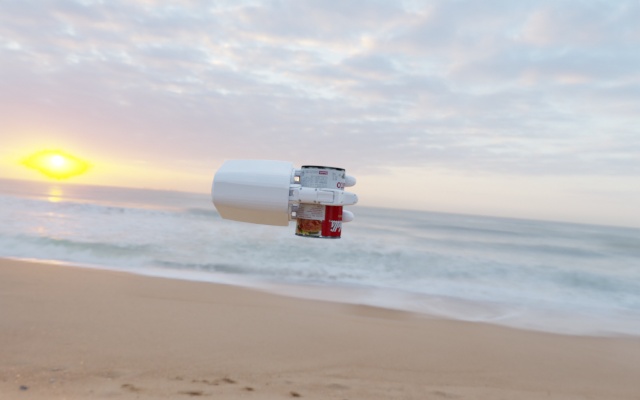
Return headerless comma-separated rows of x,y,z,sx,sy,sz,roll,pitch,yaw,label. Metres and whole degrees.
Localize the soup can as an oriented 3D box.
0.001,0.002,0.698,0.068,0.102,0.068,4,0,0,soup can
